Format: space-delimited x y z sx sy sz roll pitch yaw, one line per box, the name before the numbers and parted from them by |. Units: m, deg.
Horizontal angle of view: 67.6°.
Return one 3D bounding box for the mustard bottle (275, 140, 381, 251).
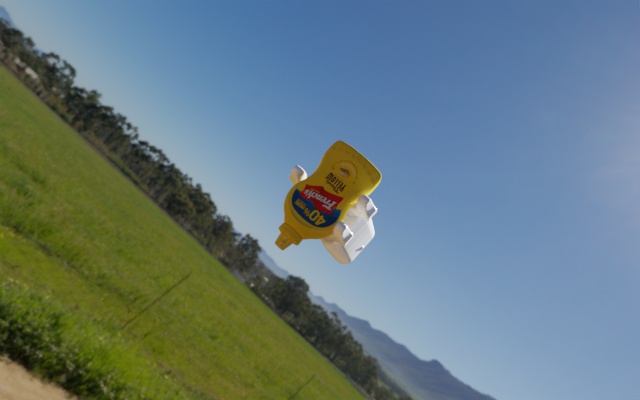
mustard bottle | 0.000 0.002 0.745 0.096 0.191 0.058 42 -11 8
